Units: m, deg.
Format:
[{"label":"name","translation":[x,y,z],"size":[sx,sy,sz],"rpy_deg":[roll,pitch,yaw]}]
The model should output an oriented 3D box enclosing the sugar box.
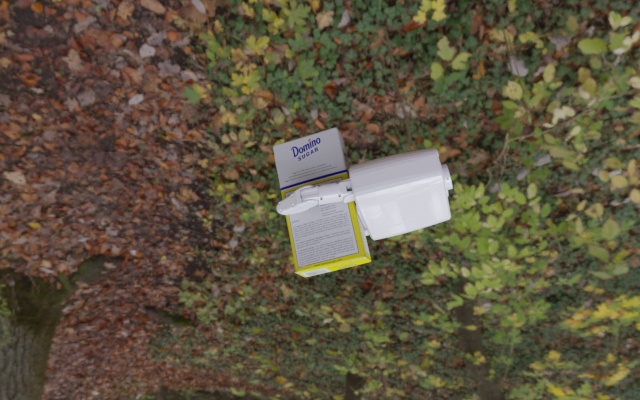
[{"label":"sugar box","translation":[0.000,0.002,0.619],"size":[0.093,0.176,0.048],"rpy_deg":[-15,-20,12]}]
